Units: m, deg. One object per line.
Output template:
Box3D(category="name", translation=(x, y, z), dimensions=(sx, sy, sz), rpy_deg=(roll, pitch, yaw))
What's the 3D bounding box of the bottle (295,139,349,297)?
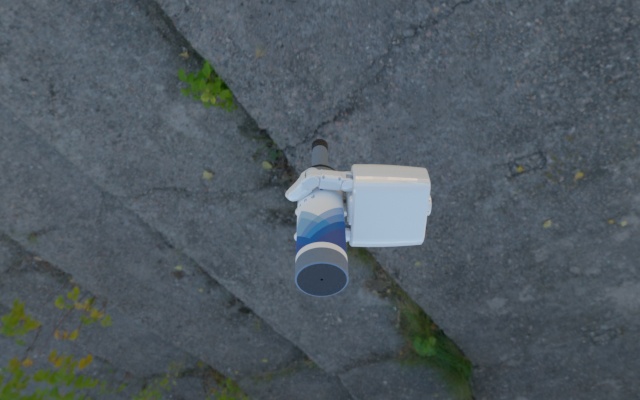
Box3D(category="bottle", translation=(0.000, 0.002, 0.698), dimensions=(0.069, 0.069, 0.295), rpy_deg=(0, 41, -1))
